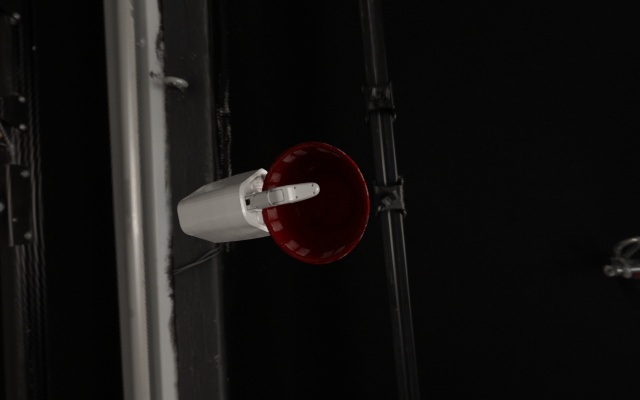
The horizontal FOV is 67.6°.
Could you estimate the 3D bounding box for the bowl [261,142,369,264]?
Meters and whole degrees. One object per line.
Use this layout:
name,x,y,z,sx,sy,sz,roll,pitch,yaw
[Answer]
bowl,0.001,0.002,0.650,0.162,0.162,0.055,0,4,28
